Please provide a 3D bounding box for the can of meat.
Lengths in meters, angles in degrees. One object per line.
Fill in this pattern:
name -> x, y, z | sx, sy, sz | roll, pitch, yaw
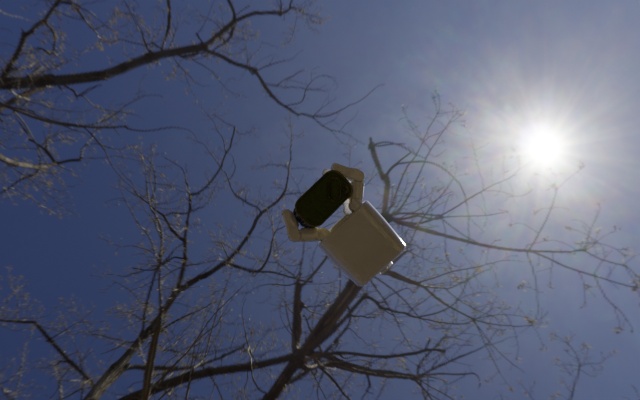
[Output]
can of meat -> 0.000, 0.003, 0.828 | 0.102, 0.057, 0.084 | -44, -1, -13
